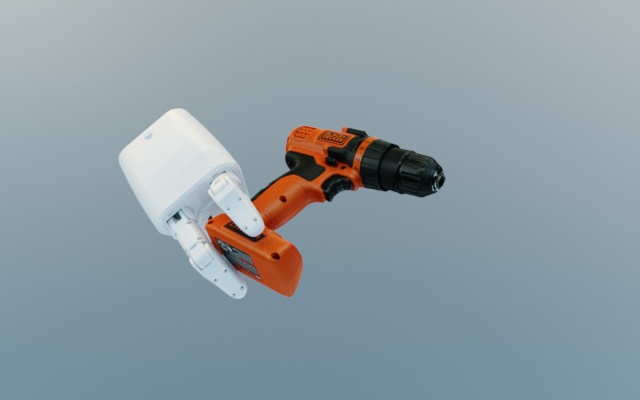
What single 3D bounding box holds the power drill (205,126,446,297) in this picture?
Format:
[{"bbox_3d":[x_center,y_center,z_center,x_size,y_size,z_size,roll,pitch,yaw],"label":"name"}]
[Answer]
[{"bbox_3d":[0.000,0.002,0.457,0.184,0.057,0.187,18,50,38],"label":"power drill"}]
